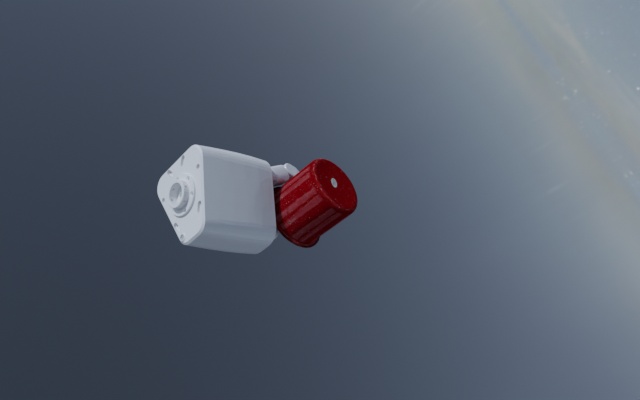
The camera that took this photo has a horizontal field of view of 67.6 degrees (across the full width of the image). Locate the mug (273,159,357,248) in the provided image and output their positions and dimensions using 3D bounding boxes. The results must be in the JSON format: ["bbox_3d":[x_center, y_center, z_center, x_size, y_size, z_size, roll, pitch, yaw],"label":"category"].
[{"bbox_3d":[0.001,0.002,0.617,0.081,0.093,0.117,-37,-29,30],"label":"mug"}]
